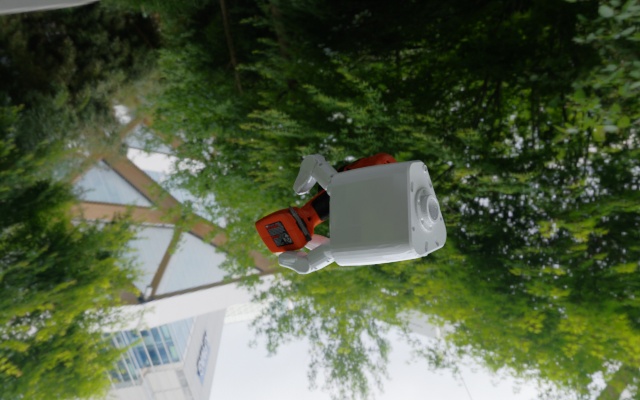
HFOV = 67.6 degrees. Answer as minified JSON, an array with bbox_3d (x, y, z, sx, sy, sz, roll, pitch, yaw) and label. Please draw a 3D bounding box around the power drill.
[{"bbox_3d":[0.000,0.002,0.685,0.187,0.057,0.184,-36,6,-30],"label":"power drill"}]
